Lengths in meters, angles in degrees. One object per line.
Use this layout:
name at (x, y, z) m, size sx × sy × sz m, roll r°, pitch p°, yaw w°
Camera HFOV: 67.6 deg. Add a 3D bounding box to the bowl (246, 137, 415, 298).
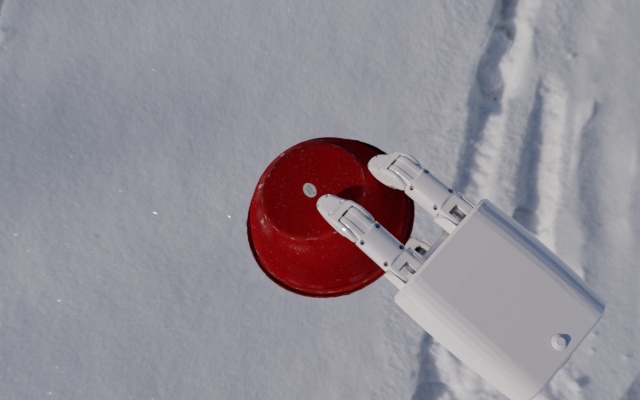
bowl at (-0.001, 0.001, 0.425) m, size 0.162 × 0.162 × 0.055 m, roll 0°, pitch -24°, yaw 16°
